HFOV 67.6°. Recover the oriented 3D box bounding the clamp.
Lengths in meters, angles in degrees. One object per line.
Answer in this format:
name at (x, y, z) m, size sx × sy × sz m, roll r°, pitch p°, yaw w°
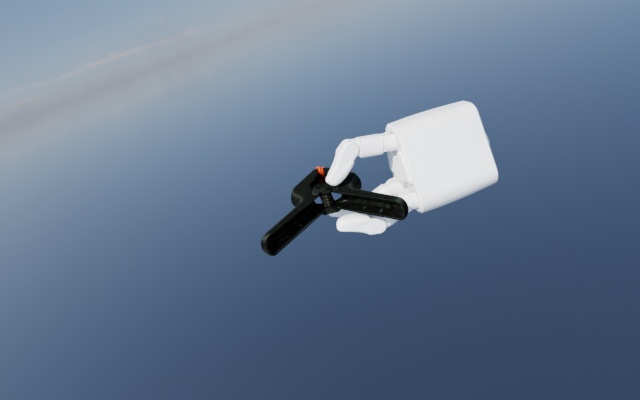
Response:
clamp at (0.000, 0.001, 0.598) m, size 0.164 × 0.036 × 0.210 m, roll -17°, pitch 21°, yaw -5°
